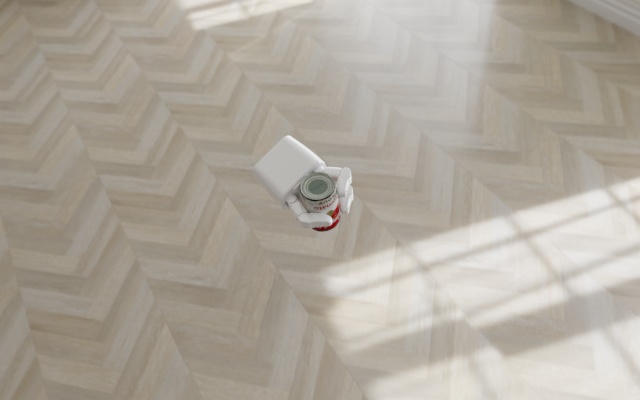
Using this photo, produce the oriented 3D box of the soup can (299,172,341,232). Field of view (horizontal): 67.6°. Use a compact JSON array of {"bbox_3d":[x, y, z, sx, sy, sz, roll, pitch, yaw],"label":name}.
[{"bbox_3d":[0.000,0.003,0.897,0.068,0.068,0.102,0,-37,8],"label":"soup can"}]
